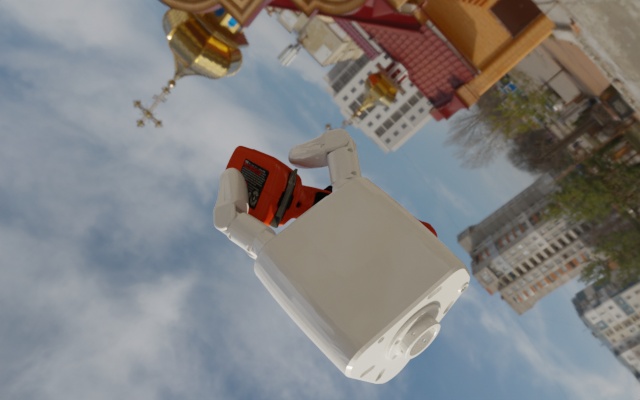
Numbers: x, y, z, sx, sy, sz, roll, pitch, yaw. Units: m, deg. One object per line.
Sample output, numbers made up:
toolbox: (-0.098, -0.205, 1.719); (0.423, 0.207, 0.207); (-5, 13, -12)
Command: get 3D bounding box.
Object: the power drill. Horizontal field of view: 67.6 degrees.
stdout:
power drill: (0.000, 0.002, 0.479); (0.188, 0.057, 0.184); (17, 5, -34)
